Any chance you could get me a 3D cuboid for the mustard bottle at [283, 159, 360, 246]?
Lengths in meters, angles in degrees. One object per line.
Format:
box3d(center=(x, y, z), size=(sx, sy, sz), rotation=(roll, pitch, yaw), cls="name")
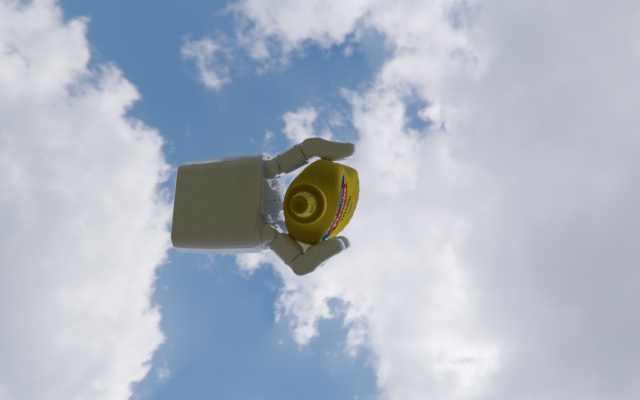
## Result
box3d(center=(0.000, 0.002, 0.540), size=(0.058, 0.096, 0.191), rotation=(22, 6, 12), cls="mustard bottle")
